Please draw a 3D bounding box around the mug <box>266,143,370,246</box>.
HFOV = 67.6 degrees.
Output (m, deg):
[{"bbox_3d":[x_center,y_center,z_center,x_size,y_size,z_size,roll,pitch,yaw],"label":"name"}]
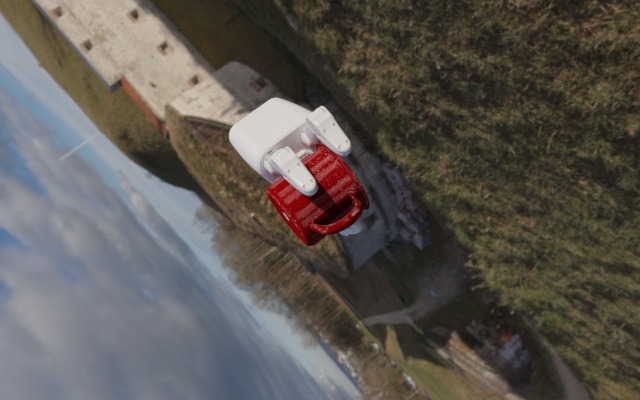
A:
[{"bbox_3d":[0.001,0.002,0.522,0.081,0.093,0.117,-38,39,-10],"label":"mug"}]
